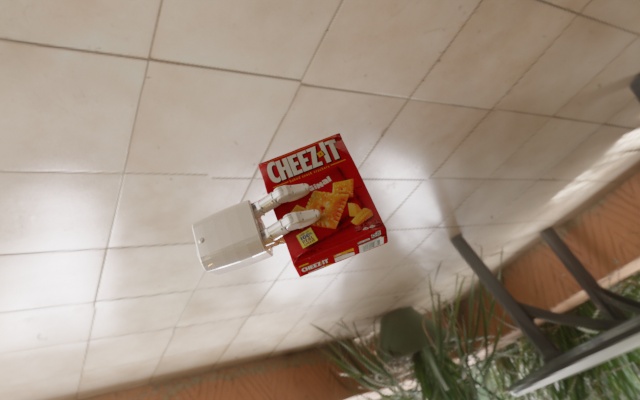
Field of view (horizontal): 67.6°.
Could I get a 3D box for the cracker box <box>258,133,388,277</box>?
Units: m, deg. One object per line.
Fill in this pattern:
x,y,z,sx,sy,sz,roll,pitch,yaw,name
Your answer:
0.000,0.003,0.835,0.164,0.213,0.072,-21,-30,-3,cracker box
